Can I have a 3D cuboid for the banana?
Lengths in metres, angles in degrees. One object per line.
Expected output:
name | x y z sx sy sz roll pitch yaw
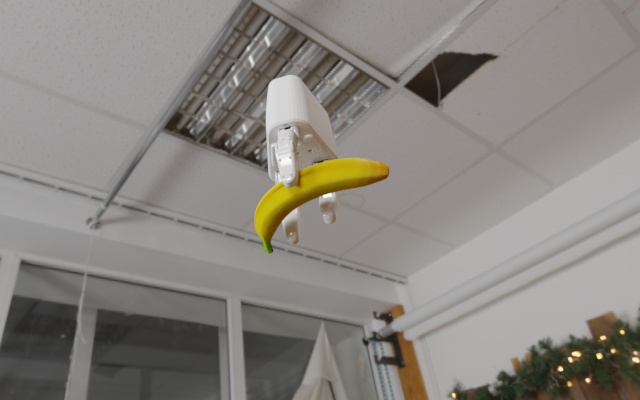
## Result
banana | -0.015 -0.007 0.573 0.198 0.037 0.070 -33 -54 25
